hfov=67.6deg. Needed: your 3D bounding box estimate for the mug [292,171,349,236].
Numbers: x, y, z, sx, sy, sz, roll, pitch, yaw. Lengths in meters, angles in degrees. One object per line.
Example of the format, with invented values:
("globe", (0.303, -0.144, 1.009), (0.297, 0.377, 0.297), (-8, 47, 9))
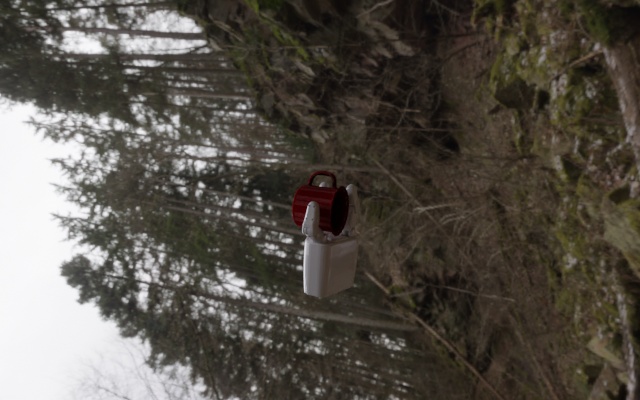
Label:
("mug", (0.000, 0.001, 0.891), (0.081, 0.117, 0.093), (8, 11, 23))
